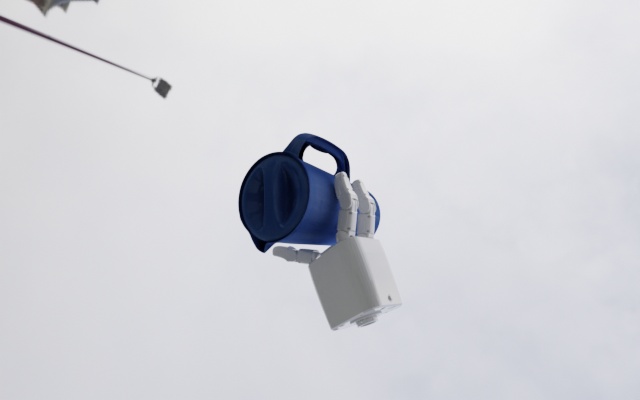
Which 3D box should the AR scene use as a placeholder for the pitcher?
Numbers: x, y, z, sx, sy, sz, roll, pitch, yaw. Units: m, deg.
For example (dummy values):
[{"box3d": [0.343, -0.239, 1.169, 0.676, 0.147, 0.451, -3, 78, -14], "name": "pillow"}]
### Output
[{"box3d": [0.000, 0.003, 0.769, 0.149, 0.145, 0.243, -31, -25, 27], "name": "pitcher"}]
